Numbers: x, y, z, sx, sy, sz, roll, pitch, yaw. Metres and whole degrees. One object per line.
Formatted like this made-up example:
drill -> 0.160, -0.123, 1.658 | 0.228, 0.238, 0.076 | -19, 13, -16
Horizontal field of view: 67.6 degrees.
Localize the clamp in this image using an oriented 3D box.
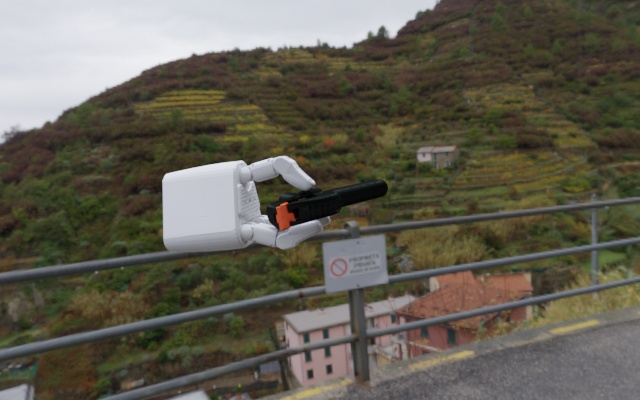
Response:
clamp -> 0.000, 0.001, 0.613 | 0.164, 0.036, 0.210 | -9, 5, 12
